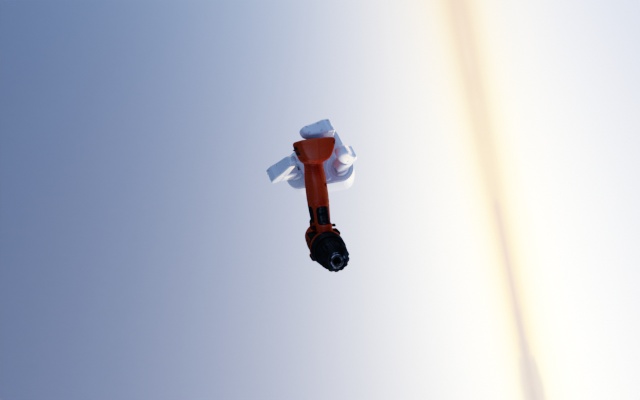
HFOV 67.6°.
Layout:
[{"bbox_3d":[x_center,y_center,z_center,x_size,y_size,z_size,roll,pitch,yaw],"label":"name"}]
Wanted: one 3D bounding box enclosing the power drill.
[{"bbox_3d":[0.000,0.002,0.705,0.057,0.187,0.184,-6,7,-10],"label":"power drill"}]
